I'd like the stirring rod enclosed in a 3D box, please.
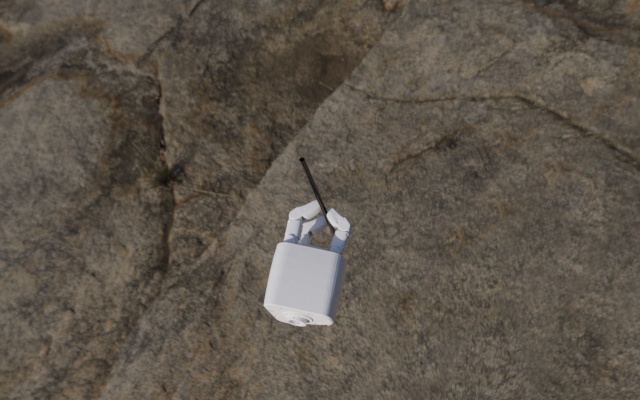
[{"bbox_3d":[0.000,0.003,0.787,0.011,0.011,0.240,0,-31,15],"label":"stirring rod"}]
